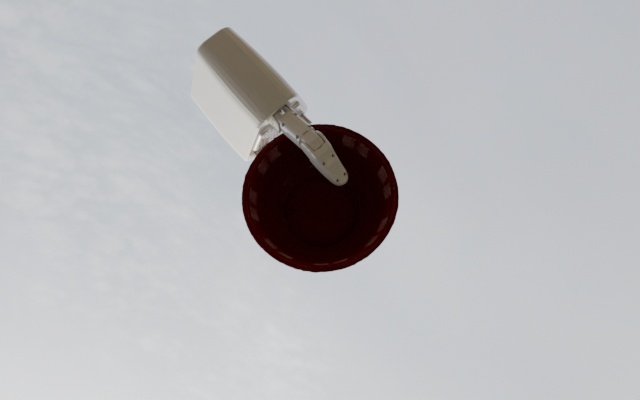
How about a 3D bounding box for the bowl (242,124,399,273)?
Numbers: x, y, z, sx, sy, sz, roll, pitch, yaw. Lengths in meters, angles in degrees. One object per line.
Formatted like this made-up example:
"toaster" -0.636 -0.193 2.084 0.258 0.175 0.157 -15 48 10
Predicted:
"bowl" 0.001 0.003 0.512 0.162 0.162 0.055 0 -19 2
